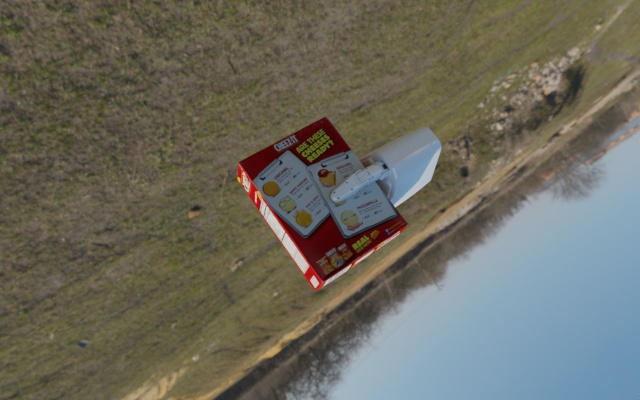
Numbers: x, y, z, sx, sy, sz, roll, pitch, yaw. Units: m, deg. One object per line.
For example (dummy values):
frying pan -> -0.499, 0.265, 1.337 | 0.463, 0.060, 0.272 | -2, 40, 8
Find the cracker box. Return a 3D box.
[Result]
cracker box -> 0.000, 0.002, 0.722 | 0.164, 0.213, 0.072 | -31, -13, -23
